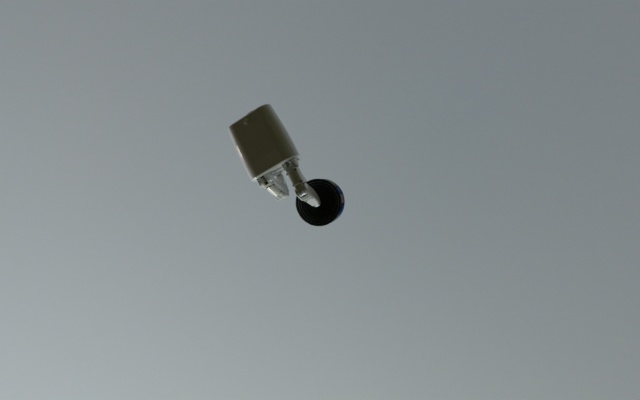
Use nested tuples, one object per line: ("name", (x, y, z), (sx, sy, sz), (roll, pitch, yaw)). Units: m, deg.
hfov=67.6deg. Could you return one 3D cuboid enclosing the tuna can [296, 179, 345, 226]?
("tuna can", (0.000, 0.003, 0.869), (0.086, 0.086, 0.034), (0, 3, 17))
